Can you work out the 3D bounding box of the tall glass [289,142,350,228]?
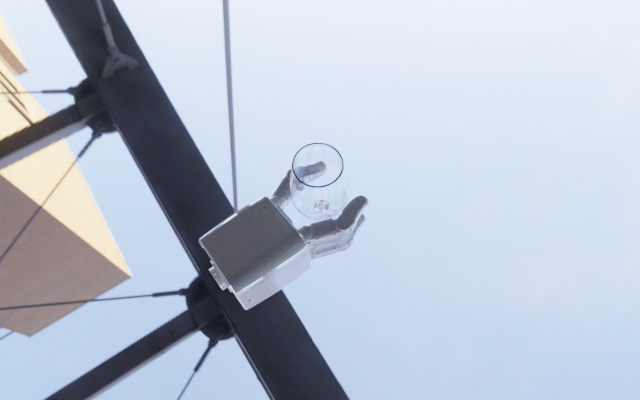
[{"bbox_3d":[0.000,0.002,0.649,0.079,0.079,0.201,0,-27,2],"label":"tall glass"}]
